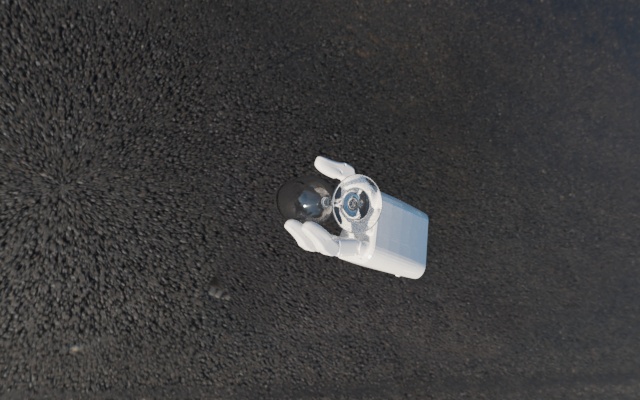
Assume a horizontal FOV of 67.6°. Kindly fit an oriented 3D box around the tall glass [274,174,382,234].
[{"bbox_3d":[0.000,0.002,0.680,0.079,0.079,0.201,0,2,-28],"label":"tall glass"}]
